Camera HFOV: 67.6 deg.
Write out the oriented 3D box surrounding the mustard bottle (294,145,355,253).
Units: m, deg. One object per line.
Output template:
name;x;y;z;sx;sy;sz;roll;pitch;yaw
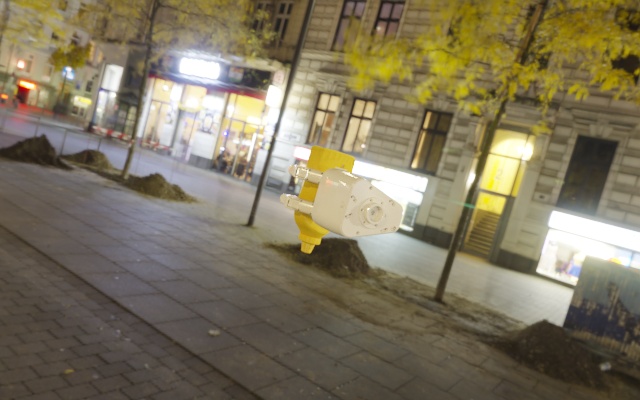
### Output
mustard bottle;0.000;0.003;0.865;0.058;0.191;0.096;19;6;40
